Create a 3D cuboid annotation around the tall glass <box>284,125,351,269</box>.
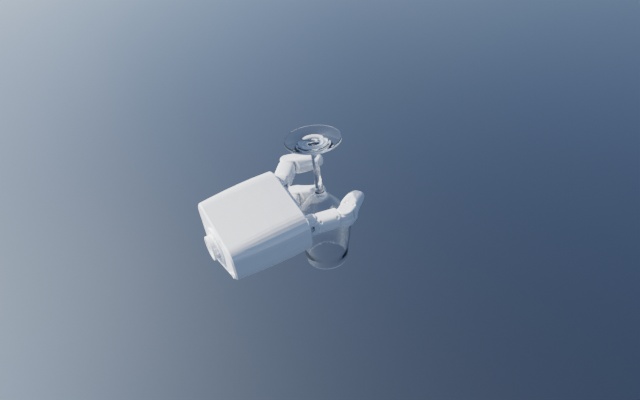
[{"bbox_3d":[0.000,0.002,0.659,0.079,0.201,0.079,-5,36,4],"label":"tall glass"}]
